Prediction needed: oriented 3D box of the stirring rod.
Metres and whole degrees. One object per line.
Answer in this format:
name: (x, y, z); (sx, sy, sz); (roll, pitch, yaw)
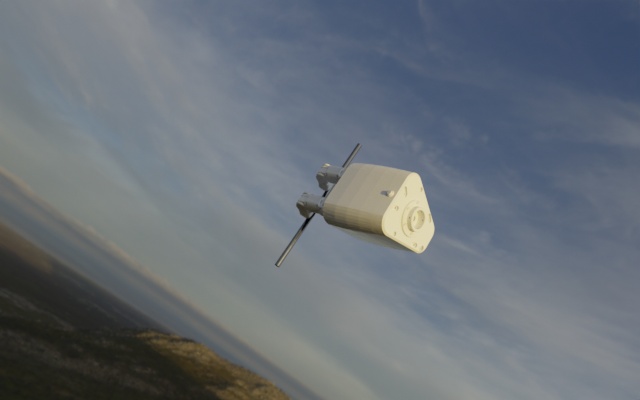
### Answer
stirring rod: (0.000, 0.003, 0.740); (0.011, 0.239, 0.011); (30, -20, 12)
